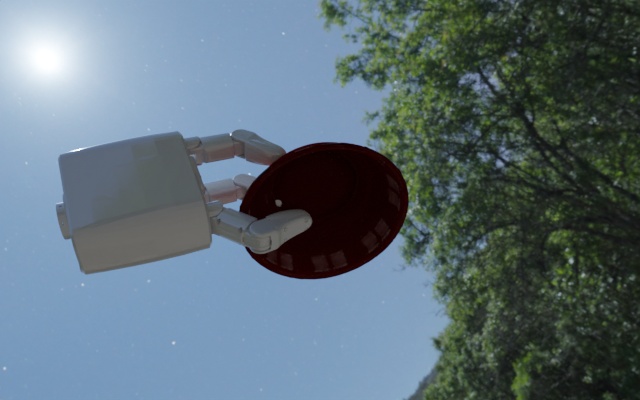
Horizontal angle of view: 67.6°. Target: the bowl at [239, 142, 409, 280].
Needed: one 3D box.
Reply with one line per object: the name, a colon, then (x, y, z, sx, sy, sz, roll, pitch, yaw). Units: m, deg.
bowl: (0.001, 0.001, 0.463, 0.162, 0.162, 0.055, 0, 37, -14)
